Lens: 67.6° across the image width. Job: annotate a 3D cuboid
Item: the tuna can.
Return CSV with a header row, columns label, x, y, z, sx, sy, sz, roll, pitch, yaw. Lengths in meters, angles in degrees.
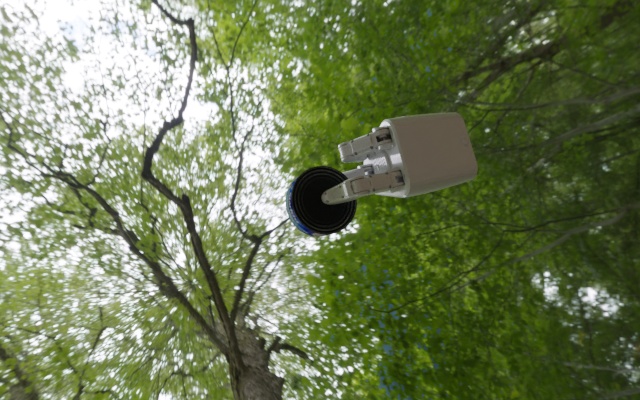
label,x,y,z,sx,sy,sz,roll,pitch,yaw
tuna can,0.000,0.002,0.599,0.086,0.086,0.034,0,-10,-20
